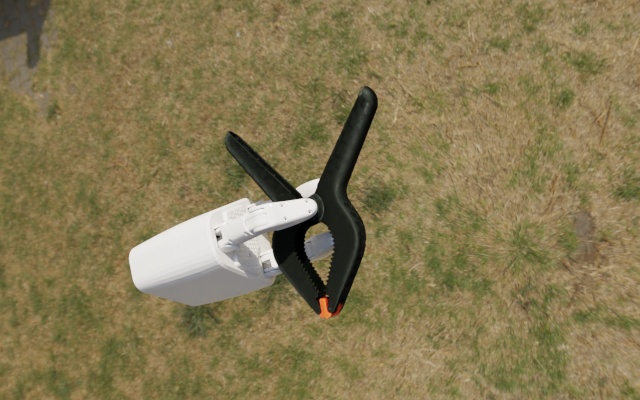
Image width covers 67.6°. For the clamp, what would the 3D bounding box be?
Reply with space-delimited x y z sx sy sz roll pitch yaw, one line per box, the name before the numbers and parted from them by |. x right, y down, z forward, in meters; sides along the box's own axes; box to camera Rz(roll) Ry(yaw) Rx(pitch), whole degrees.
clamp | 0.000 0.002 0.452 0.164 0.210 0.036 -21 -13 21
